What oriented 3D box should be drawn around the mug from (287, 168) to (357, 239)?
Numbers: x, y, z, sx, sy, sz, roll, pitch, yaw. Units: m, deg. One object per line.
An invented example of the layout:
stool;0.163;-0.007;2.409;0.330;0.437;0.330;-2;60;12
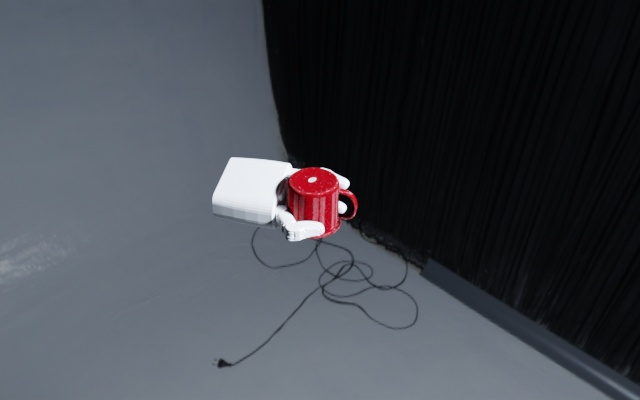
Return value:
mug;0.002;0.003;0.761;0.117;0.082;0.093;8;36;9
